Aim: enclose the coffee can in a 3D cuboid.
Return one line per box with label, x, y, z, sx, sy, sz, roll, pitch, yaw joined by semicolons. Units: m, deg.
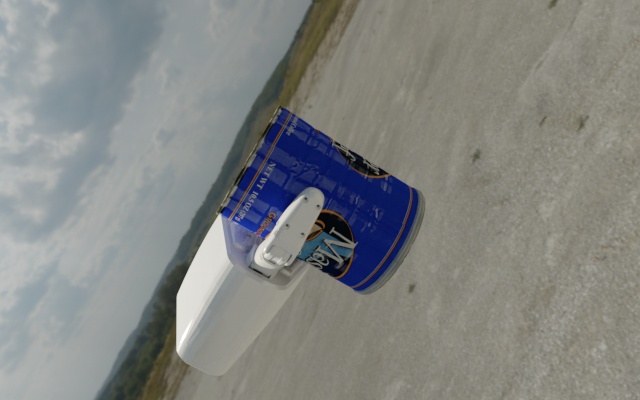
coffee can;0.000;0.001;0.400;0.140;0.103;0.103;30;-6;-10
